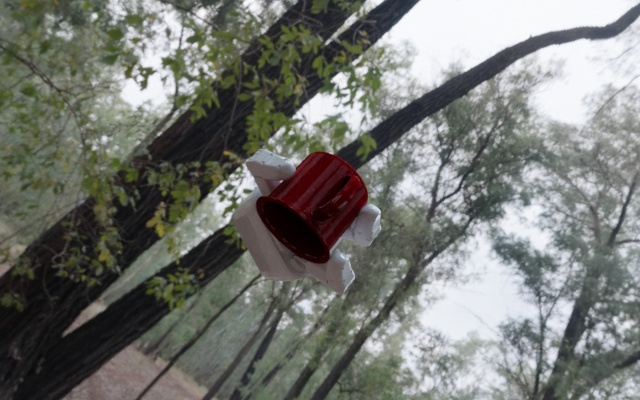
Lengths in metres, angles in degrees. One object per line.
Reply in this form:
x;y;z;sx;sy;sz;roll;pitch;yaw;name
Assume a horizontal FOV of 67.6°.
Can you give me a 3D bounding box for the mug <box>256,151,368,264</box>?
0.001;0.001;0.479;0.081;0.093;0.117;-48;10;-26;mug
